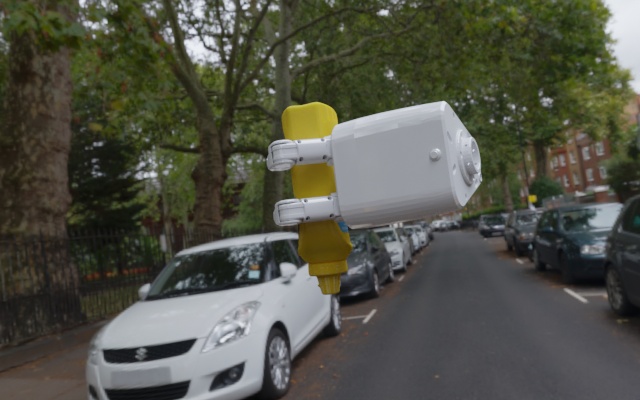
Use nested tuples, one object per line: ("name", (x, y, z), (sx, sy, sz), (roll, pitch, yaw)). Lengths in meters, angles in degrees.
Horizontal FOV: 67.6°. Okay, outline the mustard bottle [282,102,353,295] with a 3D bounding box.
("mustard bottle", (0.000, 0.001, 0.502), (0.058, 0.191, 0.096), (-8, -5, 5))
